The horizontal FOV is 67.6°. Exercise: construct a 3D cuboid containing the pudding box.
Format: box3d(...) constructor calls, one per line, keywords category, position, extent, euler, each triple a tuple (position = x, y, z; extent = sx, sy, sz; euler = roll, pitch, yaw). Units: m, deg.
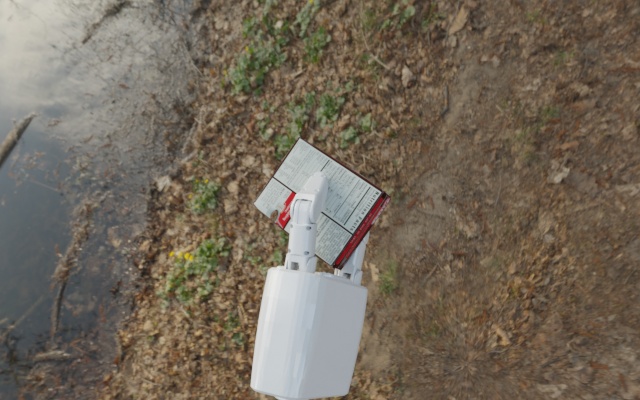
box3d(category="pudding box", position=(0.000, 0.002, 0.480), extent=(0.113, 0.090, 0.039), euler=(36, 1, 21))
